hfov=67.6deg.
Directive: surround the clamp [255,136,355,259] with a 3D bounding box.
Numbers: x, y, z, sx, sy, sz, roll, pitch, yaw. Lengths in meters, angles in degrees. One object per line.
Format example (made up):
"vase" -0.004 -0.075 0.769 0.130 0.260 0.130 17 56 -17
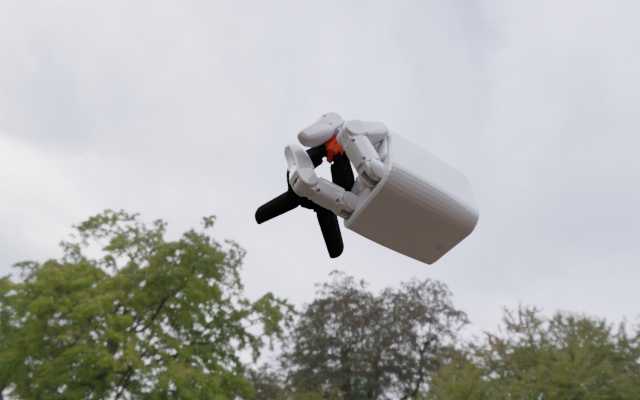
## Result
"clamp" 0.000 0.001 0.559 0.120 0.039 0.171 27 -43 -9
